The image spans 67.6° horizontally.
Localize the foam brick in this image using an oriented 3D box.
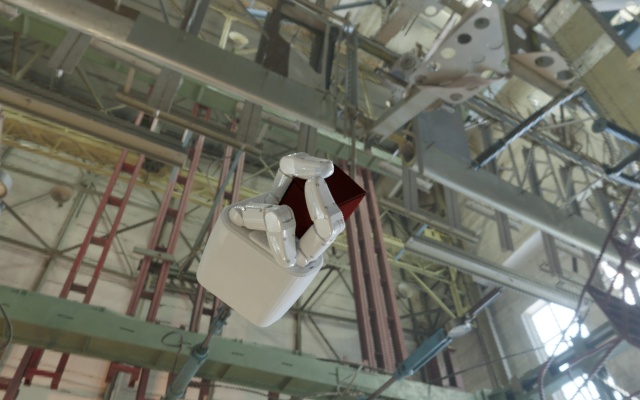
[{"bbox_3d":[0.000,0.002,0.519,0.053,0.051,0.078,45,38,18],"label":"foam brick"}]
